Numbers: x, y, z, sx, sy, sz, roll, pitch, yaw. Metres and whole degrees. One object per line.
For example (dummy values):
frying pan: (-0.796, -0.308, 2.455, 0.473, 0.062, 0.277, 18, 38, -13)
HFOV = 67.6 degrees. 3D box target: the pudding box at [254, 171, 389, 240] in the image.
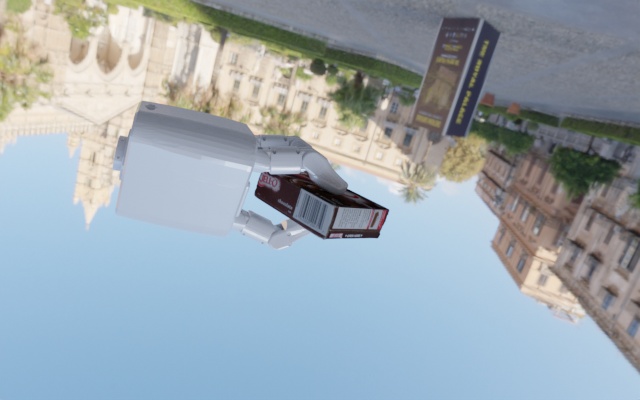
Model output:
pudding box: (0.000, 0.002, 0.498, 0.113, 0.039, 0.090, 31, 18, 38)
